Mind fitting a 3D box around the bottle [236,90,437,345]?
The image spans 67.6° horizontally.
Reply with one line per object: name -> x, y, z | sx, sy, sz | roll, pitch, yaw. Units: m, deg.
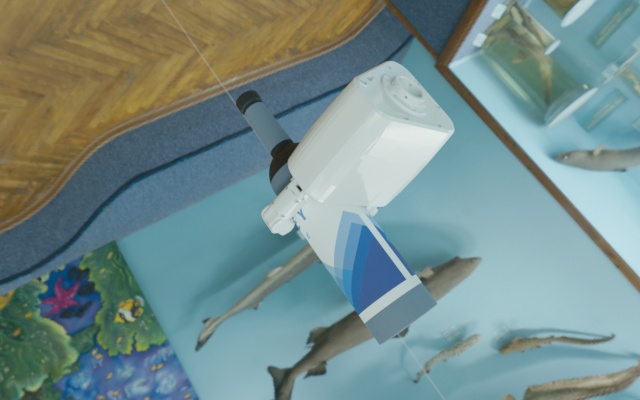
bottle -> 0.000, 0.002, 0.487 | 0.069, 0.295, 0.069 | -32, -17, -11
